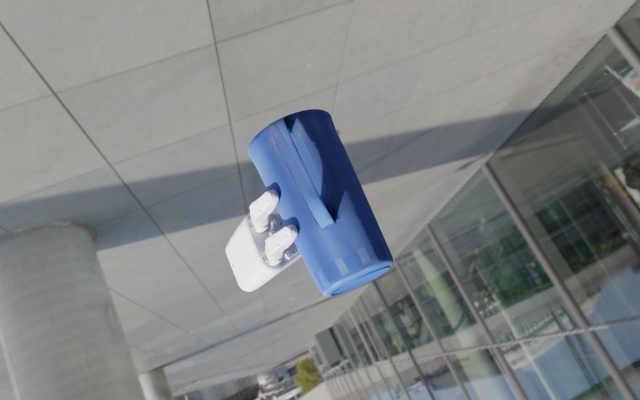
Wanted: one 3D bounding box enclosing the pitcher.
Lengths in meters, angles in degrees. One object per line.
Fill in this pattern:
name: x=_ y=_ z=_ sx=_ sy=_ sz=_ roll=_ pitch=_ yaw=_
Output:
pitcher: x=0.000 y=0.002 z=0.661 sx=0.149 sy=0.242 sz=0.145 roll=-12 pitch=-21 yaw=-39
